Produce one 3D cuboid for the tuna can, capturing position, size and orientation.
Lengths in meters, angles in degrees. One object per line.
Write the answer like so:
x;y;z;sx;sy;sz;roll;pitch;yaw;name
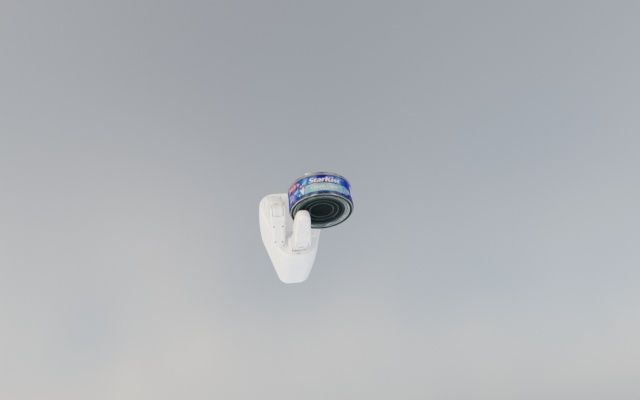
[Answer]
0.000;0.002;0.627;0.086;0.033;0.086;-4;-35;-3;tuna can
